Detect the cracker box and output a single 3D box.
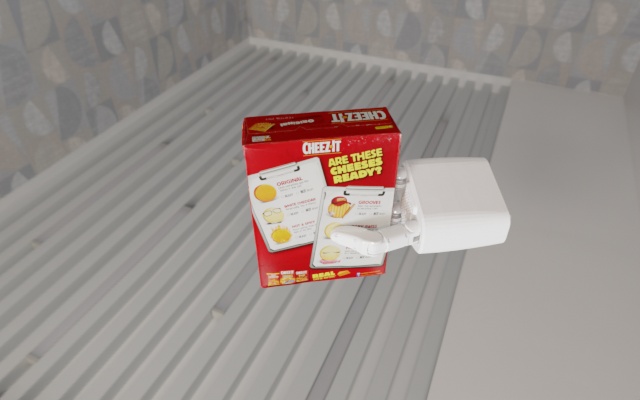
[{"bbox_3d":[0.000,0.002,0.568,0.164,0.214,0.072,-5,39,-6],"label":"cracker box"}]
